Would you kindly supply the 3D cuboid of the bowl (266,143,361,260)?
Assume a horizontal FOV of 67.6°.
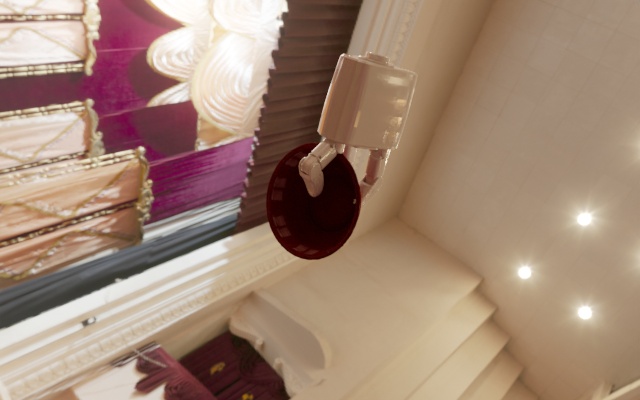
[{"bbox_3d":[0.000,0.003,0.676,0.162,0.162,0.055,0,-3,36],"label":"bowl"}]
